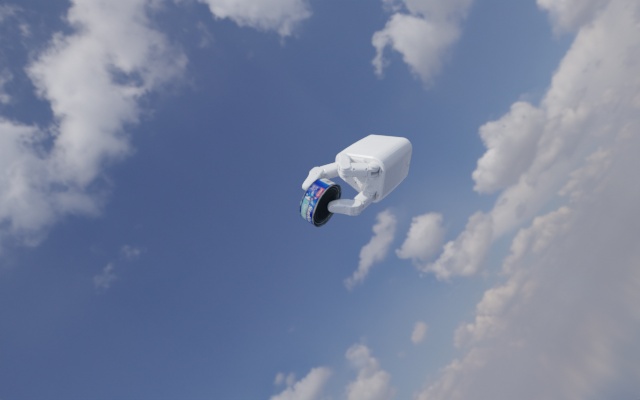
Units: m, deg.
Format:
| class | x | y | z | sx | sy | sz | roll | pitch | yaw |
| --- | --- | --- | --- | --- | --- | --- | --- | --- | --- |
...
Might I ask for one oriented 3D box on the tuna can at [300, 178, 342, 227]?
| class | x | y | z | sx | sy | sz | roll | pitch | yaw |
| --- | --- | --- | --- | --- | --- | --- | --- | --- | --- |
| tuna can | 0.000 | 0.003 | 0.863 | 0.033 | 0.086 | 0.086 | 28 | 12 | 25 |
